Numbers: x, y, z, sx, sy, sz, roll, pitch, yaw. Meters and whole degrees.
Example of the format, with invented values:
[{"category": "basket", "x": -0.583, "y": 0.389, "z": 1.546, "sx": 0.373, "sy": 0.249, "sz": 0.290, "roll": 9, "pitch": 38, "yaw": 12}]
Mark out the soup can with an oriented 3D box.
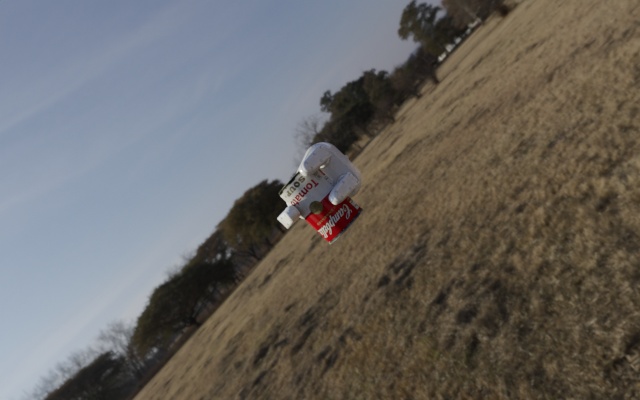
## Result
[{"category": "soup can", "x": 0.000, "y": 0.002, "z": 0.673, "sx": 0.102, "sy": 0.068, "sz": 0.068, "roll": 44, "pitch": -1, "yaw": -1}]
